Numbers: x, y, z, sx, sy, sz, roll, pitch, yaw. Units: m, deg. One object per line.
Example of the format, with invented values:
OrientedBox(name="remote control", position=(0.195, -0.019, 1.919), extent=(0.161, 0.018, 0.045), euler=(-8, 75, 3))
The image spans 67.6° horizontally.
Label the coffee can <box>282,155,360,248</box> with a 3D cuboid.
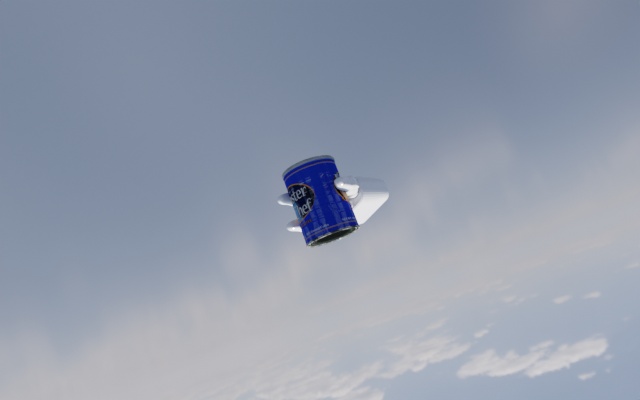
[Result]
OrientedBox(name="coffee can", position=(0.000, 0.003, 0.868), extent=(0.103, 0.140, 0.103), euler=(-19, -13, -5))
